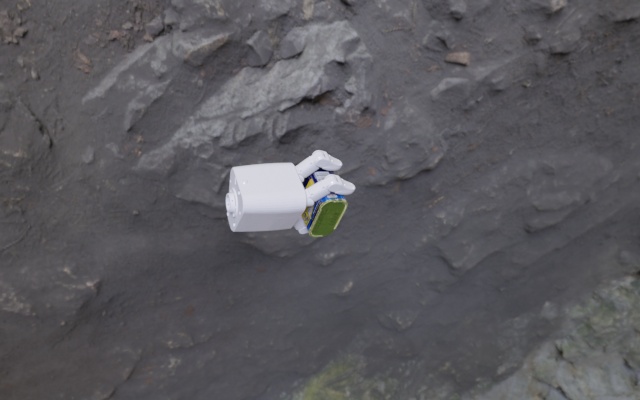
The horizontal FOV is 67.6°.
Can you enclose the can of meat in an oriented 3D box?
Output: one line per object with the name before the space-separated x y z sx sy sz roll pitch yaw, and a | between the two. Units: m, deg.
can of meat | 0.000 0.003 0.841 0.057 0.084 0.102 -2 -41 -26
